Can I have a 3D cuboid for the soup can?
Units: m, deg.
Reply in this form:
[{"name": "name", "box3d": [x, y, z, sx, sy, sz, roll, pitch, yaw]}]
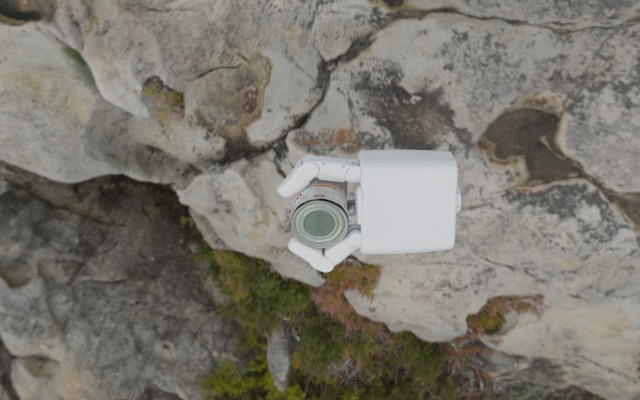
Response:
[{"name": "soup can", "box3d": [0.000, 0.002, 0.572, 0.068, 0.068, 0.102, 0, 31, 1]}]
